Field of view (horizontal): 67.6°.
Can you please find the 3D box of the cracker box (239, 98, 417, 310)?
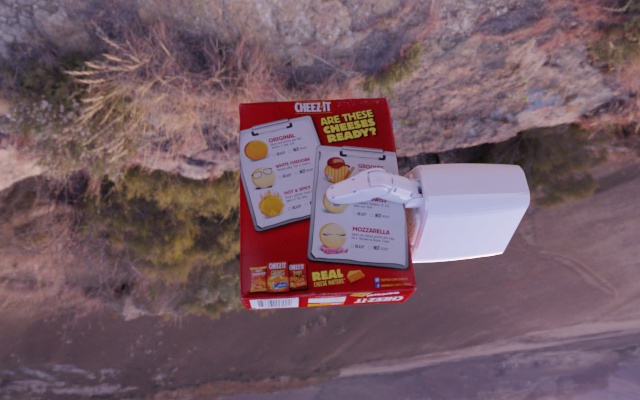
[{"bbox_3d":[0.000,0.002,0.500,0.164,0.213,0.072,-3,-24,-4],"label":"cracker box"}]
